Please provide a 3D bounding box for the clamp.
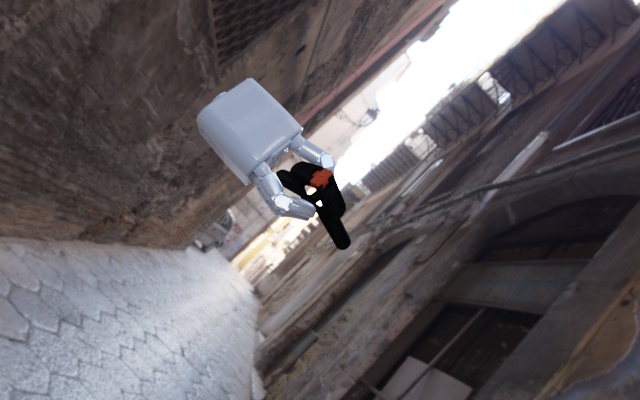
[{"bbox_3d":[0.001,0.001,0.675,0.036,0.164,0.210,-43,0,-12],"label":"clamp"}]
